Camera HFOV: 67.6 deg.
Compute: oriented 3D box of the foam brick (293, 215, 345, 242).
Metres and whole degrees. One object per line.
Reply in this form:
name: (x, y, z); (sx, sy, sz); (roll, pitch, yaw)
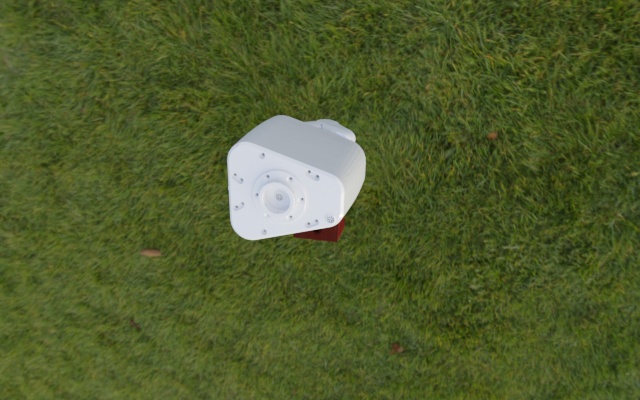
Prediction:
foam brick: (0.000, 0.002, 0.547); (0.053, 0.078, 0.051); (5, 22, 11)
